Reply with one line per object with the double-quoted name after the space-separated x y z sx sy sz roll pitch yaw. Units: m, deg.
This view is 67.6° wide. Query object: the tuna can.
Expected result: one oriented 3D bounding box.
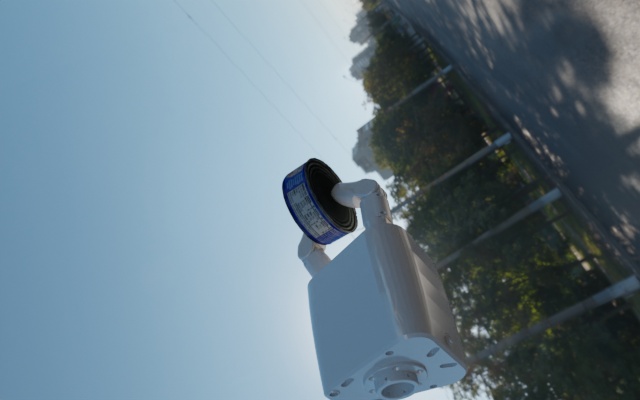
0.000 0.002 0.485 0.034 0.086 0.086 -31 -13 23 "tuna can"
